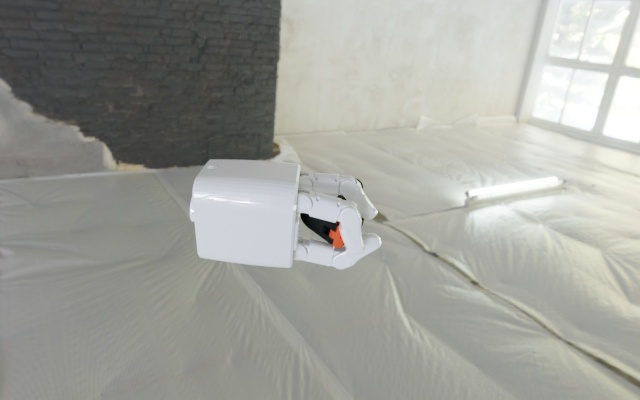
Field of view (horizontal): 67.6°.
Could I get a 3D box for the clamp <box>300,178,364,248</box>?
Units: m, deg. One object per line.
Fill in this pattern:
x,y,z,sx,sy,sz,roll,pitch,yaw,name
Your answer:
0.000,0.003,0.600,0.120,0.039,0.171,5,22,-2,clamp
